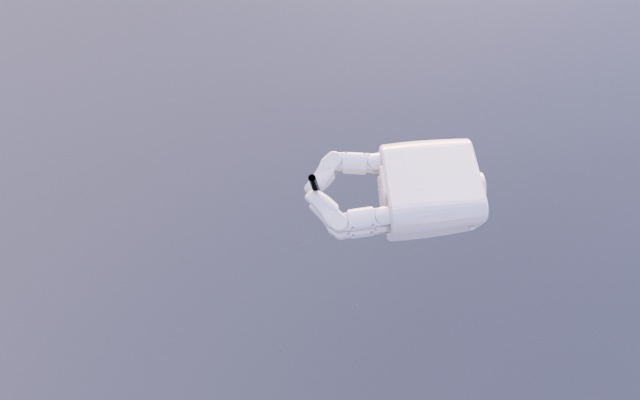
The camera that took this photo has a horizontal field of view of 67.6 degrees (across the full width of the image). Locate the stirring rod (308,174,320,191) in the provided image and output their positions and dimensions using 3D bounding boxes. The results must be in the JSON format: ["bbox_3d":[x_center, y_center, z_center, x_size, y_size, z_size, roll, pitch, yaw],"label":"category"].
[{"bbox_3d":[0.000,0.002,0.611,0.011,0.011,0.239,0,-12,4],"label":"stirring rod"}]
